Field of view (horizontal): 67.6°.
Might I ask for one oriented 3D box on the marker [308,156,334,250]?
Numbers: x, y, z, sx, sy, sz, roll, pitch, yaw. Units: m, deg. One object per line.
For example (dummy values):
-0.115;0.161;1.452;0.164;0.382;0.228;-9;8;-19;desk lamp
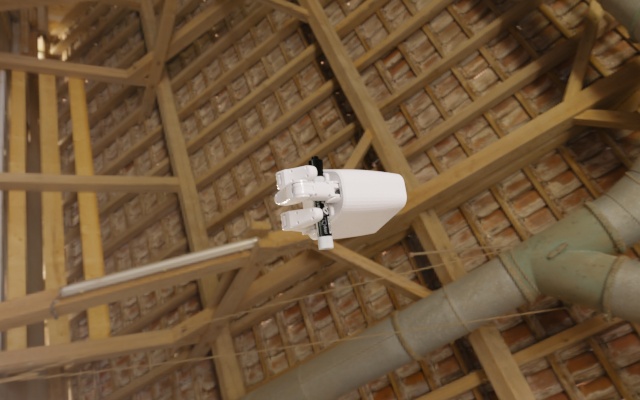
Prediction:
0.000;0.002;0.611;0.020;0.121;0.020;-7;-11;-1;marker
